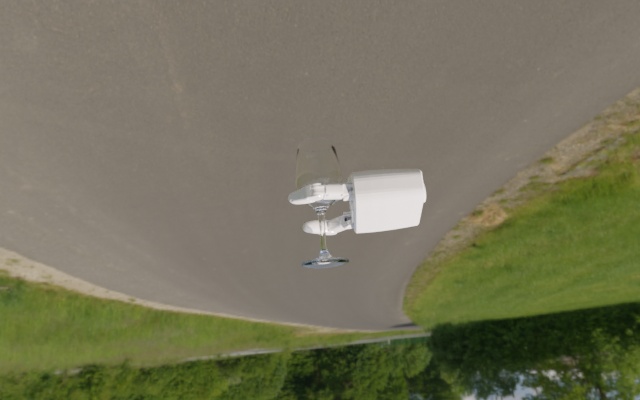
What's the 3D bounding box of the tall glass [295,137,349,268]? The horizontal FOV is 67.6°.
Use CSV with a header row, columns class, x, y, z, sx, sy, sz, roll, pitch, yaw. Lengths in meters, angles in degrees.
class,x,y,z,sx,sy,sz,roll,pitch,yaw
tall glass,0.000,0.003,0.764,0.079,0.201,0.079,-4,-17,-1
